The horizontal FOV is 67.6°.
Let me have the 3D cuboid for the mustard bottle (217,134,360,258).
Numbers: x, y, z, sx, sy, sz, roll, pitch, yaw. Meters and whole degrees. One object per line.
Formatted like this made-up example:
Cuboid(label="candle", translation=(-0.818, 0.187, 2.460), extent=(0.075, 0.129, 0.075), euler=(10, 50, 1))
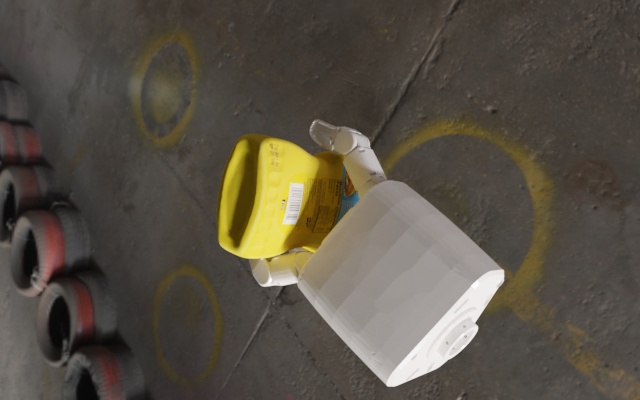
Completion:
Cuboid(label="mustard bottle", translation=(0.000, 0.001, 0.435), extent=(0.058, 0.096, 0.191), euler=(14, 6, 41))
